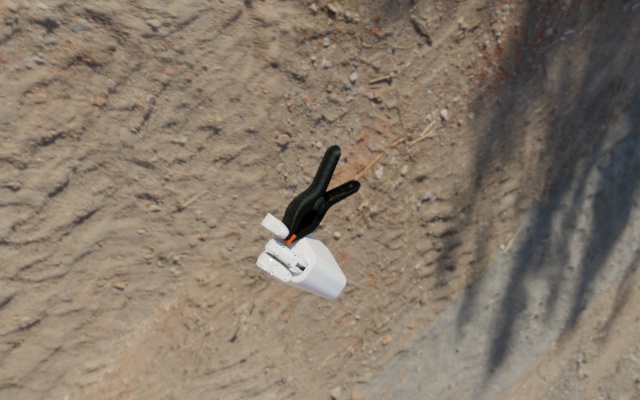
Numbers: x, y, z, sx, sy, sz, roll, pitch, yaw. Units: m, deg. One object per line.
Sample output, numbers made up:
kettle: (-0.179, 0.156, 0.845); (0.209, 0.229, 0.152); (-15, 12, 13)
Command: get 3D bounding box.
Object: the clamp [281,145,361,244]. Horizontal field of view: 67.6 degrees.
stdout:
clamp: (0.000, 0.003, 0.785); (0.039, 0.171, 0.120); (37, -1, 42)
